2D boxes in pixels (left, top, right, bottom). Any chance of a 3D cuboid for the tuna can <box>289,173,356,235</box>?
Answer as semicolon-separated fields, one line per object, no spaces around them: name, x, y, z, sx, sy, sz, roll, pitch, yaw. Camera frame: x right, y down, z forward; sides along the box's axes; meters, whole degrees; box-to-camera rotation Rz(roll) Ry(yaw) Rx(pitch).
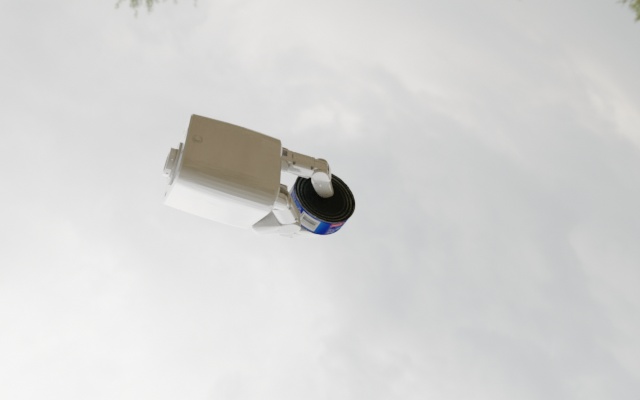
tuna can;0.000;0.002;0.621;0.086;0.086;0.034;0;-36;-31
